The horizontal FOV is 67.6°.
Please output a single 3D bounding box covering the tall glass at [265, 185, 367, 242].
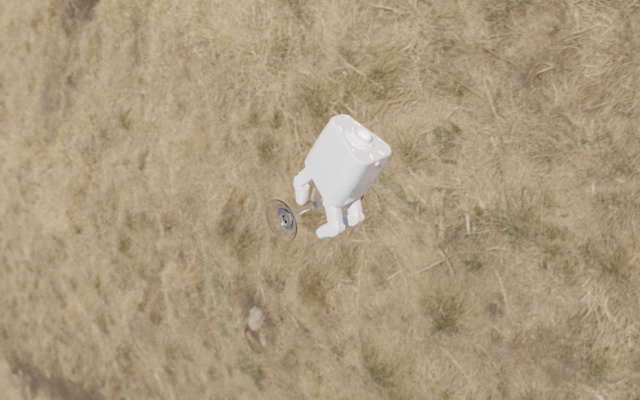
[{"bbox_3d":[0.000,0.003,0.851,0.079,0.079,0.201,0,18,44],"label":"tall glass"}]
